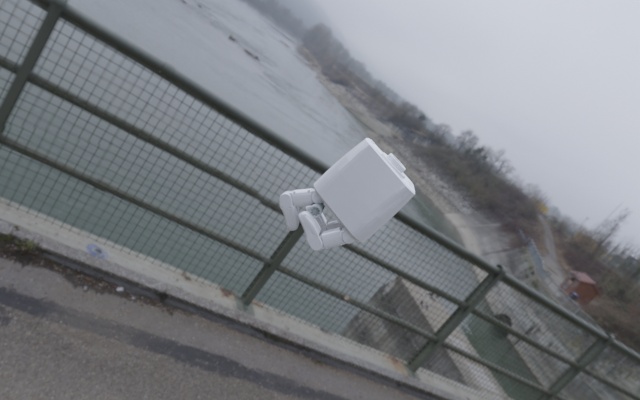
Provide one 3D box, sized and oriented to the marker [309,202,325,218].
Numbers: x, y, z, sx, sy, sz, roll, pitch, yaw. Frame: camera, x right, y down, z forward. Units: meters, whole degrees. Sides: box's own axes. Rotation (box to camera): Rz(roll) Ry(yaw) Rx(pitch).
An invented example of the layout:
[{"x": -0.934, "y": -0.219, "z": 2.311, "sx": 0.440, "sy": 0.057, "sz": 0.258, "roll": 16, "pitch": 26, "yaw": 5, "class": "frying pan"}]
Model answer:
[{"x": 0.000, "y": 0.002, "z": 0.746, "sx": 0.020, "sy": 0.020, "sz": 0.121, "roll": 0, "pitch": 14, "yaw": 8, "class": "marker"}]
